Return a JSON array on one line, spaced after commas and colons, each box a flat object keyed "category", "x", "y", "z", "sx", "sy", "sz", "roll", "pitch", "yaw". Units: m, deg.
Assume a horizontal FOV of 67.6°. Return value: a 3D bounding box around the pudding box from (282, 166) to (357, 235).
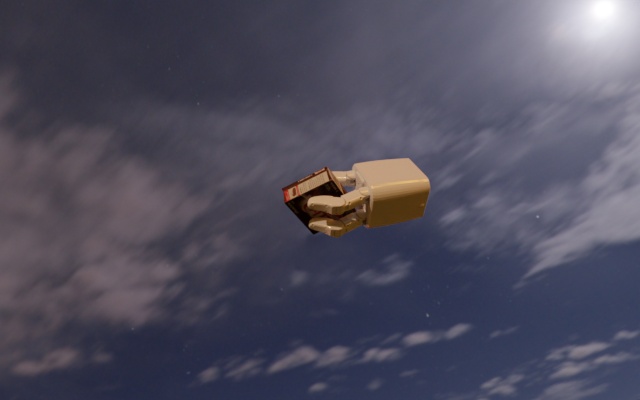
[{"category": "pudding box", "x": 0.000, "y": 0.003, "z": 0.813, "sx": 0.090, "sy": 0.039, "sz": 0.114, "roll": -26, "pitch": -44, "yaw": 12}]
